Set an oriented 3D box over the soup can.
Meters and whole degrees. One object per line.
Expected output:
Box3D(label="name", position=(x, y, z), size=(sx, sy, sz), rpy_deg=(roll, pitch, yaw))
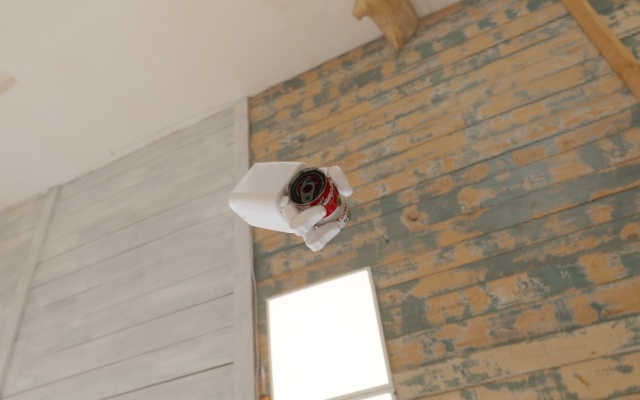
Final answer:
Box3D(label="soup can", position=(0.001, 0.003, 0.770), size=(0.068, 0.068, 0.102), rpy_deg=(0, -30, 30))
